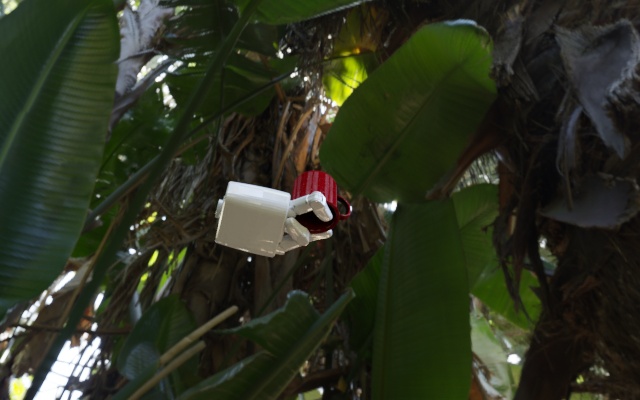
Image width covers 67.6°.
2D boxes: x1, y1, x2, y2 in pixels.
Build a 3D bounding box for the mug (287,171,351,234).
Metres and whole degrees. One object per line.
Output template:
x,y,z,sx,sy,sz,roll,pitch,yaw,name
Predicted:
0.002,0.003,0.871,0.117,0.081,0.093,13,-46,-10,mug
